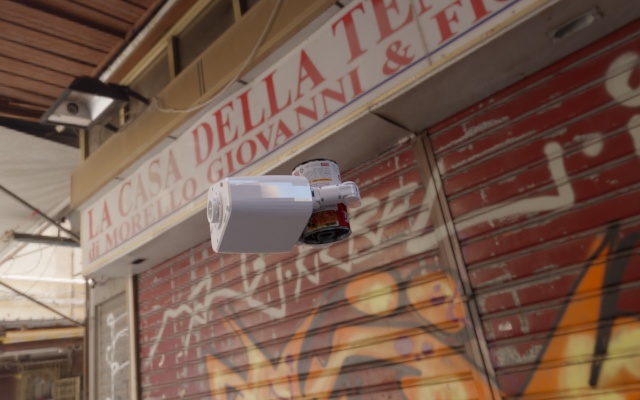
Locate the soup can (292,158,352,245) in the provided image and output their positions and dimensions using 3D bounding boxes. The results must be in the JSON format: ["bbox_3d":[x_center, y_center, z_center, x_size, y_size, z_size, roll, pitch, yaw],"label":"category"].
[{"bbox_3d":[0.001,0.002,0.655,0.068,0.102,0.068,-9,-20,-3],"label":"soup can"}]
